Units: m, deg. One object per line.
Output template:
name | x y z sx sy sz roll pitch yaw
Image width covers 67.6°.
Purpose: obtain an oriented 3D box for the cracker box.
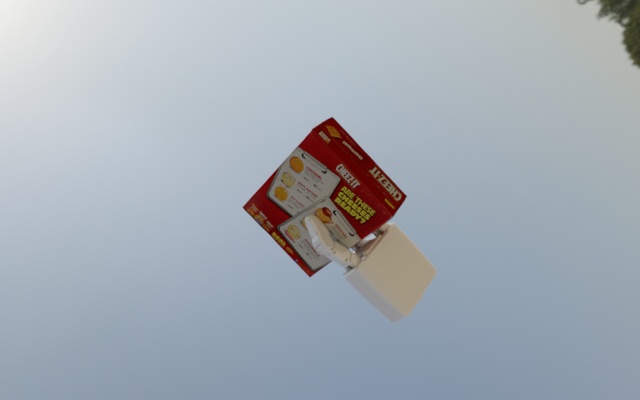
cracker box | 0.000 0.003 0.735 0.214 0.164 0.072 -42 2 41
